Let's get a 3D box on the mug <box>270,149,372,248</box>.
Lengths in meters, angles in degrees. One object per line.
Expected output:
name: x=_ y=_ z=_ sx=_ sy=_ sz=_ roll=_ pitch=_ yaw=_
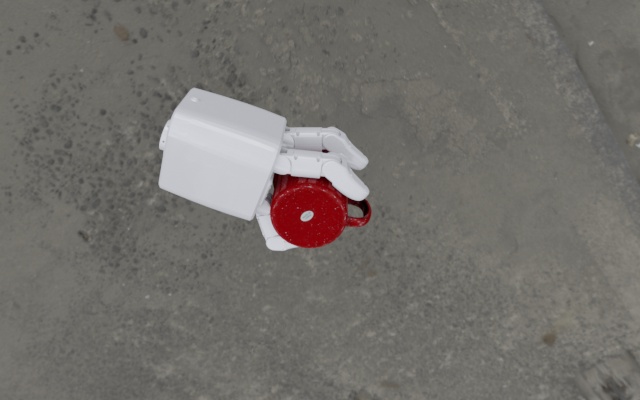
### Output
mug: x=0.001 y=0.002 z=0.526 sx=0.117 sy=0.093 sz=0.081 roll=18 pitch=31 yaw=-9
